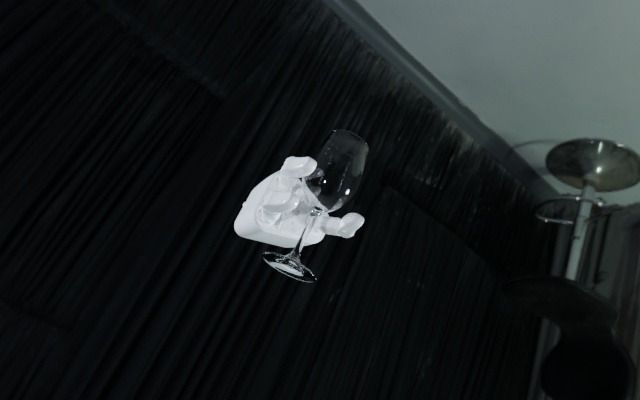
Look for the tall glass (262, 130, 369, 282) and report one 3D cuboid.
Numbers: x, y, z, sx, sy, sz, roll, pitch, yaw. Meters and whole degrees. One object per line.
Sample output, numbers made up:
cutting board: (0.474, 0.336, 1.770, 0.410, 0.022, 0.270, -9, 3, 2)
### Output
tall glass: (0.000, 0.003, 0.635, 0.079, 0.201, 0.079, 22, -23, 10)
